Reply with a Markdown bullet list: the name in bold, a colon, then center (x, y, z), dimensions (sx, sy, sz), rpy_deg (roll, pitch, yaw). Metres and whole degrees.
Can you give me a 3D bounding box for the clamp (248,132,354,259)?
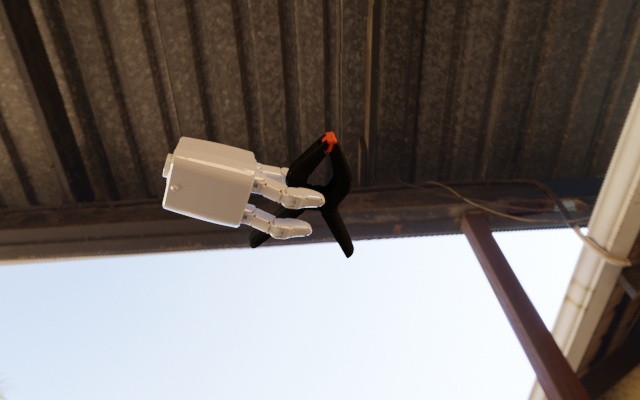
- **clamp**: center (0.000, 0.001, 0.692), dimensions (0.164, 0.210, 0.036), rpy_deg (13, 32, -17)
